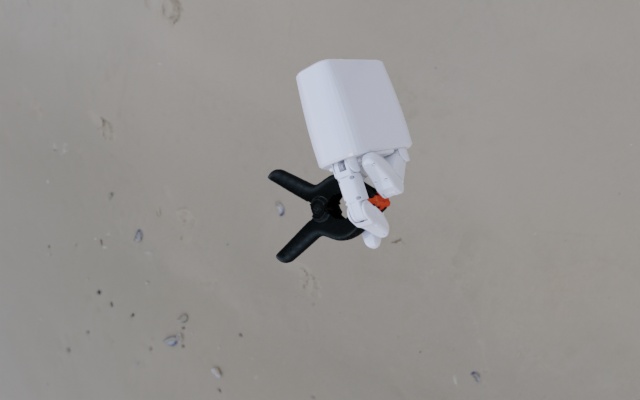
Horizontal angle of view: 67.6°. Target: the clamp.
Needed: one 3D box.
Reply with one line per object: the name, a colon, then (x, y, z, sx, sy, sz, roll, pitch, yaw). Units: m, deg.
clamp: (0.000, 0.002, 0.578, 0.171, 0.120, 0.039, -20, -5, 33)
